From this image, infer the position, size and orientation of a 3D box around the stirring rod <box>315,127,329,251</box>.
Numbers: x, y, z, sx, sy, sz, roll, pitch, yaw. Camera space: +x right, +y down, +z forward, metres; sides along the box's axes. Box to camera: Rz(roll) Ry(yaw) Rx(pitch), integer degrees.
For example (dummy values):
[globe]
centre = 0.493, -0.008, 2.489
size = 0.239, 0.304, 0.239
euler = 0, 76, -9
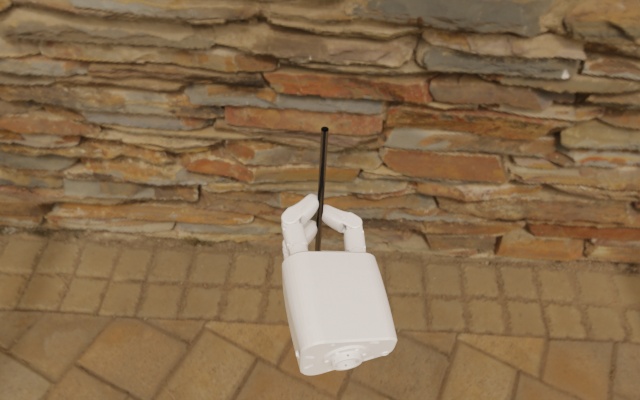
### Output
[stirring rod]
centre = 0.000, 0.002, 0.585
size = 0.011, 0.011, 0.240
euler = 0, -39, -3
